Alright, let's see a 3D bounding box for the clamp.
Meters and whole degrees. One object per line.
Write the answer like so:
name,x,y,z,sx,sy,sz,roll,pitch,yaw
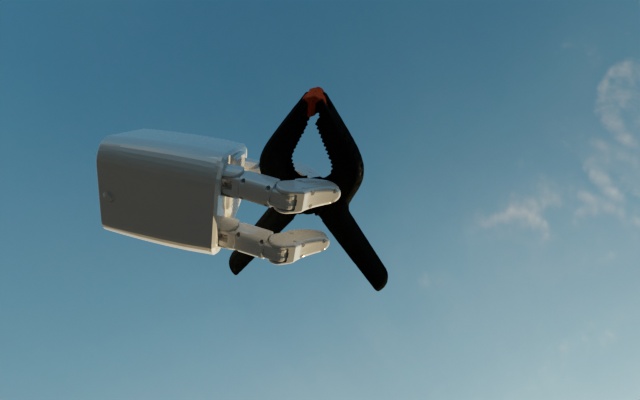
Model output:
clamp,0.000,0.001,0.451,0.164,0.210,0.036,11,31,0
